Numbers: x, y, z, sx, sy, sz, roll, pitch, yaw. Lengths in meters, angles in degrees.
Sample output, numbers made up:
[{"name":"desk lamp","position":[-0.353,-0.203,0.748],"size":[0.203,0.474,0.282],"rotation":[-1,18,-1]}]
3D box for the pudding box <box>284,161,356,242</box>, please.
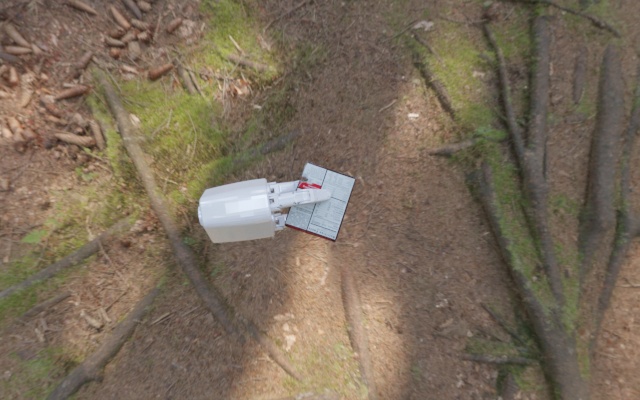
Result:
[{"name":"pudding box","position":[0.000,0.003,0.784],"size":[0.090,0.113,0.039],"rotation":[19,-6,-1]}]
